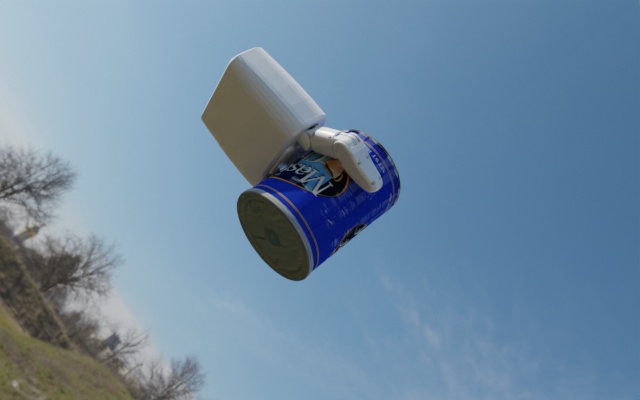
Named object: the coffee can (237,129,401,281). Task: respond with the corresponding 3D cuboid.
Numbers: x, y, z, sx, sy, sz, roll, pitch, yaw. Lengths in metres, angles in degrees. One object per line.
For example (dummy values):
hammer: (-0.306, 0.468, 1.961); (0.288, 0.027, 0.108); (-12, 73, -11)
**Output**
coffee can: (0.000, 0.002, 0.496); (0.140, 0.103, 0.103); (-36, 21, -32)
